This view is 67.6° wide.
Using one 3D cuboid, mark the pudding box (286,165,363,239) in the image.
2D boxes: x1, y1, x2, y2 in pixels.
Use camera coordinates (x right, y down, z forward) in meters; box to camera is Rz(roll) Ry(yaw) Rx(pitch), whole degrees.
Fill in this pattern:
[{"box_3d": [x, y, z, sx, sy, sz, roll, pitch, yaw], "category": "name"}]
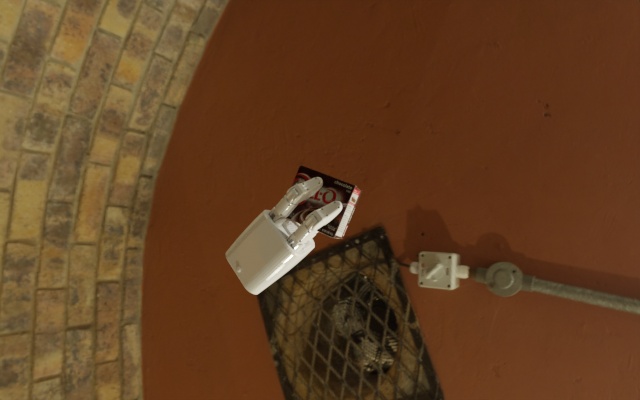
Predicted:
[{"box_3d": [0.000, 0.003, 0.778, 0.113, 0.090, 0.039, 22, 0, 27], "category": "pudding box"}]
